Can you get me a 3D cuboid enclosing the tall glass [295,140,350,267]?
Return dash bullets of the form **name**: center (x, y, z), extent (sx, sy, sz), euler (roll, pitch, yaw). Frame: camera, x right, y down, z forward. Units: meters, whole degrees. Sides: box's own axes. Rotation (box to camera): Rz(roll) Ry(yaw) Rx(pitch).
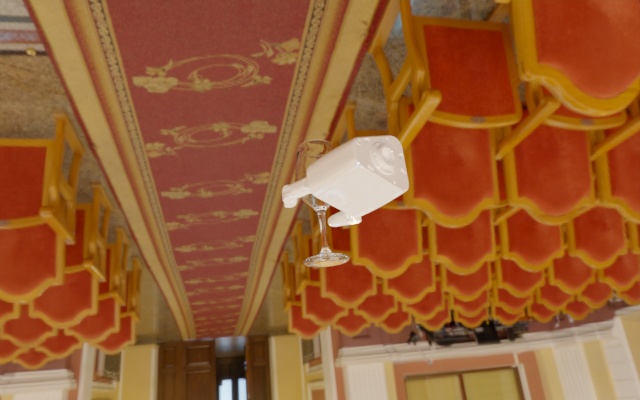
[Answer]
- **tall glass**: center (0.000, 0.003, 0.782), extent (0.079, 0.201, 0.079), euler (-5, -21, -2)
